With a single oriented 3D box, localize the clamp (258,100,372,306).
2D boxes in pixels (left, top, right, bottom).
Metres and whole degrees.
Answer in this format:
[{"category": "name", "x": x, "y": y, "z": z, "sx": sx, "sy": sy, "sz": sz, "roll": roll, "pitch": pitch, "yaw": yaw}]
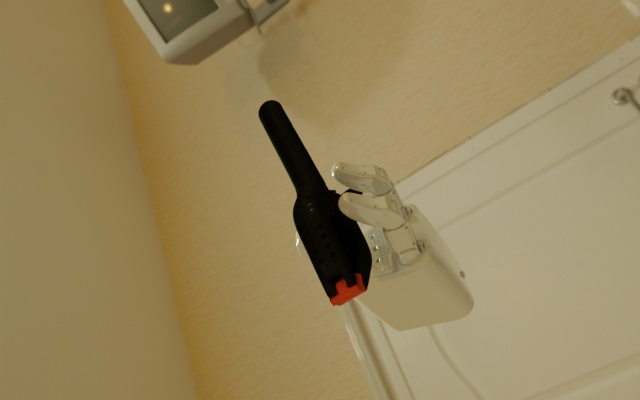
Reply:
[{"category": "clamp", "x": 0.000, "y": 0.002, "z": 0.446, "sx": 0.036, "sy": 0.165, "sz": 0.209, "roll": -35, "pitch": 32, "yaw": 19}]
